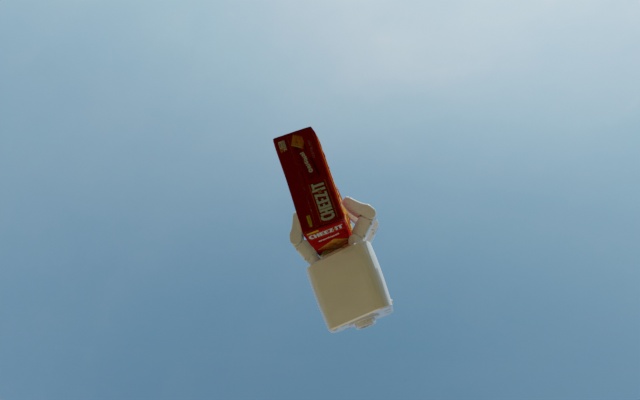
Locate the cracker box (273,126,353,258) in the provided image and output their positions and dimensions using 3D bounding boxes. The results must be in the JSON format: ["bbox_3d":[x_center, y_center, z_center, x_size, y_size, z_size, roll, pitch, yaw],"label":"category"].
[{"bbox_3d":[0.000,0.003,0.785,0.072,0.164,0.214,-20,-22,2],"label":"cracker box"}]
